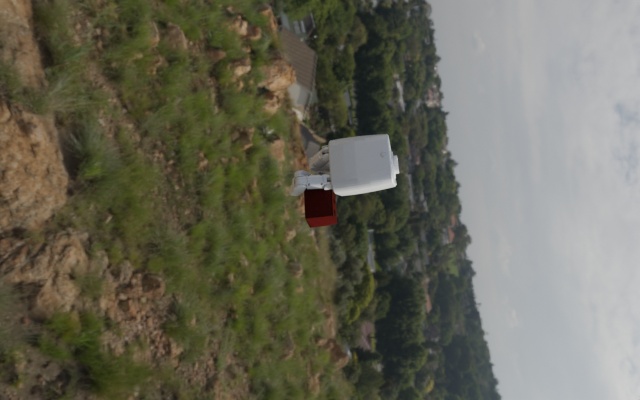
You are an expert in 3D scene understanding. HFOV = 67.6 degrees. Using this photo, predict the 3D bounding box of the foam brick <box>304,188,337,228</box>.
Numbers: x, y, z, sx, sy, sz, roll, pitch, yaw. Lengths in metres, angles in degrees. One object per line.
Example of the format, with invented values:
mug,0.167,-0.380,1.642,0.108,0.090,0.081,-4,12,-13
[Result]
foam brick,0.000,0.003,0.860,0.051,0.078,0.053,-6,-20,7
